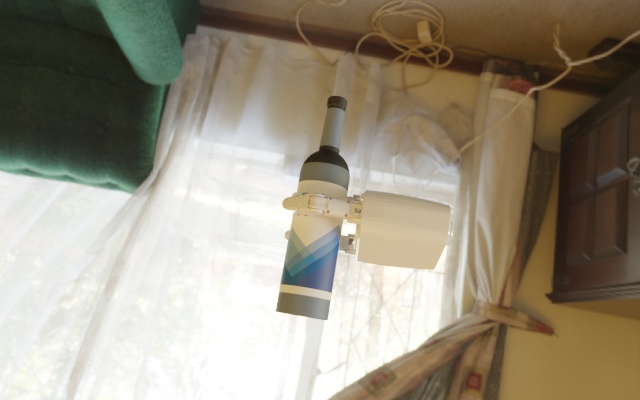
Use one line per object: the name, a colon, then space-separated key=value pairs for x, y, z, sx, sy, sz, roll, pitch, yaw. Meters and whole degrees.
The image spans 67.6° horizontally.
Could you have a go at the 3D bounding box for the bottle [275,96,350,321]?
bottle: x=0.000 y=0.002 z=0.624 sx=0.069 sy=0.295 sz=0.069 roll=9 pitch=-14 yaw=2
